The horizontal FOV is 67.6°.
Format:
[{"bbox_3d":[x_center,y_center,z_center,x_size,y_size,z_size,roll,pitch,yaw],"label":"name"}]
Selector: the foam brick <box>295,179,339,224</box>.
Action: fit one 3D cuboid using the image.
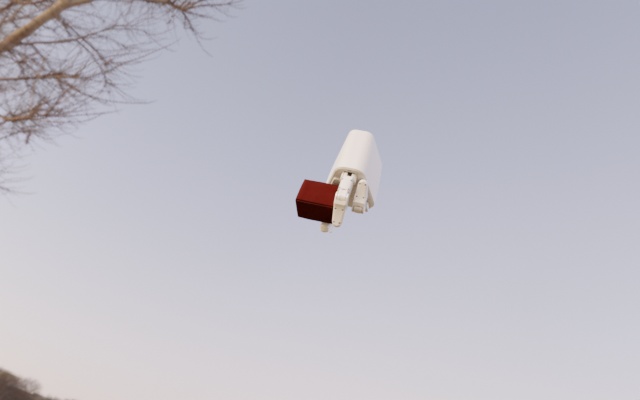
[{"bbox_3d":[0.000,0.003,0.861,0.078,0.051,0.053,11,-36,10],"label":"foam brick"}]
